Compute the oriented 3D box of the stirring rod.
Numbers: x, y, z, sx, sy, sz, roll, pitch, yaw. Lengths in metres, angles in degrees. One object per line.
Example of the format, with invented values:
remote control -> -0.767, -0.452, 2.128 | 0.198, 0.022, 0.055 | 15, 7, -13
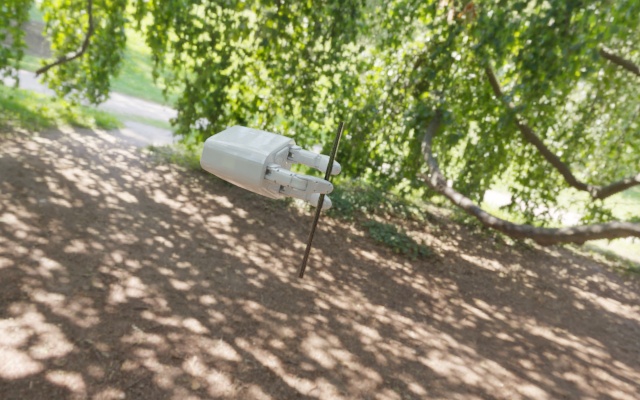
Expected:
stirring rod -> 0.000, 0.002, 0.702 | 0.011, 0.239, 0.011 | 14, 11, -3
